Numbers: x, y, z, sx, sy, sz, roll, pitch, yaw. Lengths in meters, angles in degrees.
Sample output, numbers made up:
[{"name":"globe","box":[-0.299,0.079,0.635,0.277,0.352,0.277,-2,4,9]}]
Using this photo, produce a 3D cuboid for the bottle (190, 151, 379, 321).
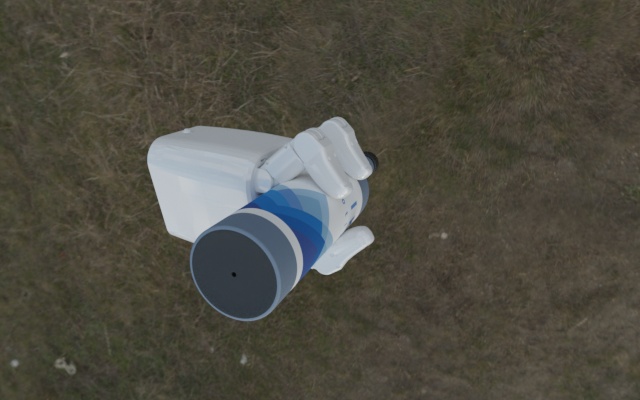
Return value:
[{"name":"bottle","box":[0.000,0.002,0.428,0.069,0.069,0.295,0,18,23]}]
